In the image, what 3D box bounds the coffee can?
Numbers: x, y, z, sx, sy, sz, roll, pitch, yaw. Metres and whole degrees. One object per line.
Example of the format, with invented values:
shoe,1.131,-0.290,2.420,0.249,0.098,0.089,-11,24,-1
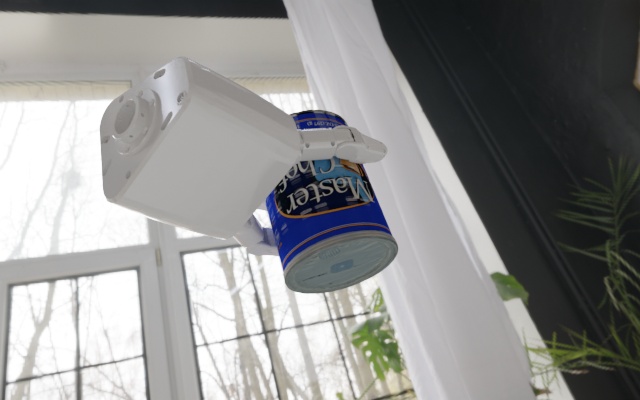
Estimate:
coffee can,0.000,0.002,0.447,0.103,0.140,0.103,-14,-31,-8
